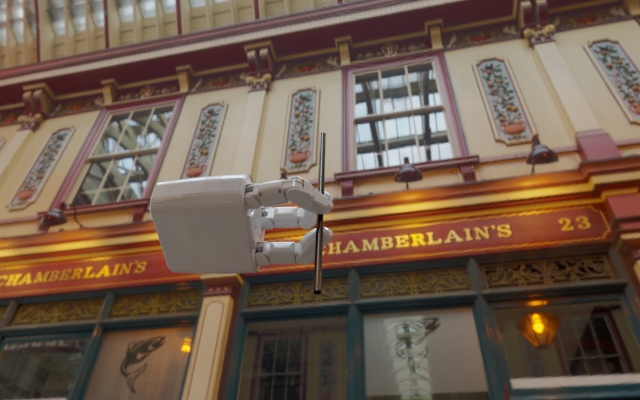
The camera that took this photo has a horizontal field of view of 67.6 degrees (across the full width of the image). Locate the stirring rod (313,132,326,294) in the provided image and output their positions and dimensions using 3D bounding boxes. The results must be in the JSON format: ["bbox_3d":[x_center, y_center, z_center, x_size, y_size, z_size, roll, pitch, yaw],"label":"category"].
[{"bbox_3d":[0.000,0.002,0.553,0.011,0.239,0.011,1,-42,1],"label":"stirring rod"}]
